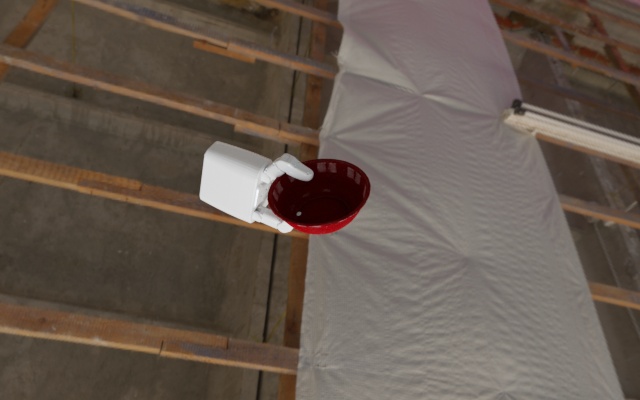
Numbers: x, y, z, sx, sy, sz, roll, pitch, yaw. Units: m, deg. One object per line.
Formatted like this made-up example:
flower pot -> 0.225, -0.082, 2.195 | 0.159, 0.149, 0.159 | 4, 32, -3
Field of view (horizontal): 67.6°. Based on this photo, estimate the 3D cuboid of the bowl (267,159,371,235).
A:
bowl -> 0.001, 0.003, 0.755 | 0.162, 0.055, 0.162 | -5, 41, 5
